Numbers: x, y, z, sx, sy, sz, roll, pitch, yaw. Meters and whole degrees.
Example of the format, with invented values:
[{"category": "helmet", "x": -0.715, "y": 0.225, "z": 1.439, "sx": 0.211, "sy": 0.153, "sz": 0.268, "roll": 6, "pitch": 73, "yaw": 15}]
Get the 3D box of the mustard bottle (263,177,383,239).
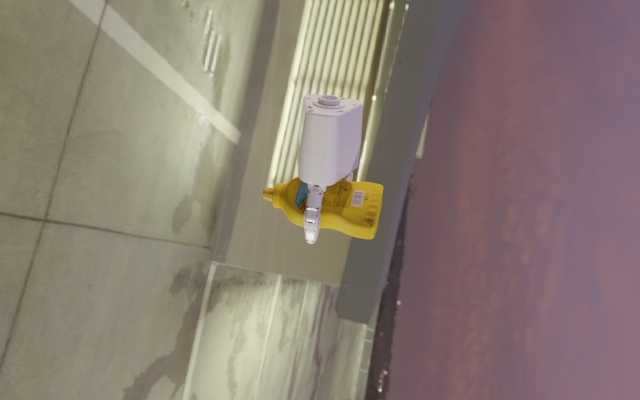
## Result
[{"category": "mustard bottle", "x": 0.000, "y": 0.003, "z": 0.769, "sx": 0.191, "sy": 0.096, "sz": 0.058, "roll": 10, "pitch": -38, "yaw": 9}]
